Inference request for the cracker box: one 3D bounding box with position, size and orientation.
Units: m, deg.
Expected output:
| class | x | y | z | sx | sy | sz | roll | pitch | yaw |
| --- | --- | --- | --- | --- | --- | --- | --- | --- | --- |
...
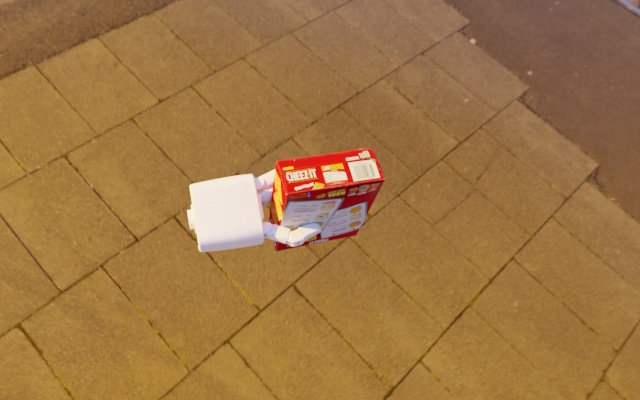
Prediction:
| class | x | y | z | sx | sy | sz | roll | pitch | yaw |
| --- | --- | --- | --- | --- | --- | --- | --- | --- | --- |
| cracker box | 0.000 | 0.003 | 0.827 | 0.164 | 0.072 | 0.214 | -10 | -26 | -15 |
